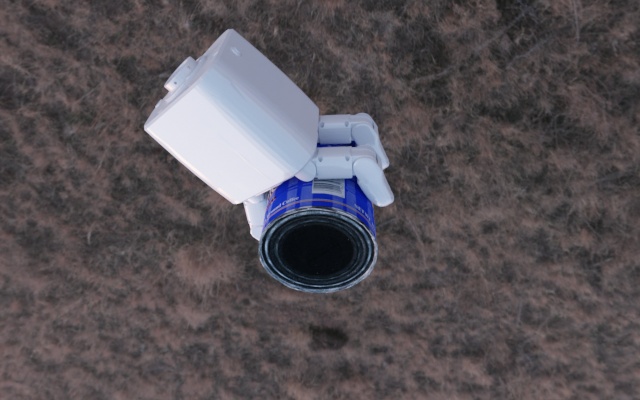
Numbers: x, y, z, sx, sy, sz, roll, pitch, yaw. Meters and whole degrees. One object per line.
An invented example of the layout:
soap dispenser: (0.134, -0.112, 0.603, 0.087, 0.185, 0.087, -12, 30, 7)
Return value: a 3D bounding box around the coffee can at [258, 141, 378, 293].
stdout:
coffee can: (0.000, 0.002, 0.459, 0.103, 0.103, 0.140, 0, 39, 2)
